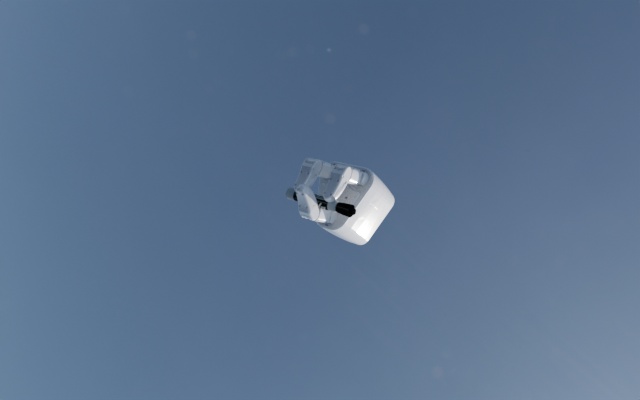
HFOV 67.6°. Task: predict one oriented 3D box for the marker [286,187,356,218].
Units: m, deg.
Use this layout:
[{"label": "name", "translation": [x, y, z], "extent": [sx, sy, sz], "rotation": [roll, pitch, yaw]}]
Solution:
[{"label": "marker", "translation": [0.000, 0.002, 0.702], "extent": [0.121, 0.020, 0.020], "rotation": [16, 9, 34]}]
